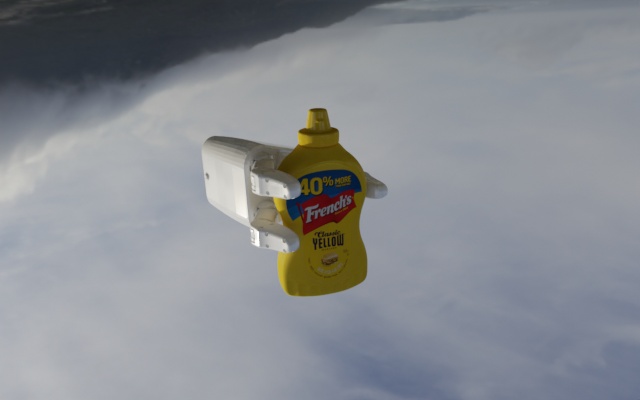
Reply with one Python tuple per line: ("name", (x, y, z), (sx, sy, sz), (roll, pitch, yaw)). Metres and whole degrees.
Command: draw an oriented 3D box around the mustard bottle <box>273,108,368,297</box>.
("mustard bottle", (0.000, 0.002, 0.493), (0.096, 0.192, 0.058), (-7, 20, -15))
